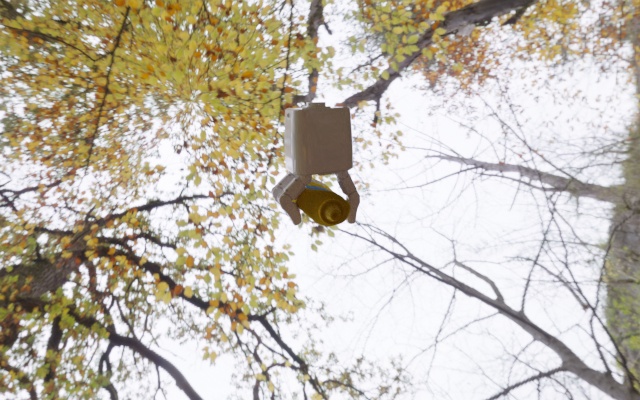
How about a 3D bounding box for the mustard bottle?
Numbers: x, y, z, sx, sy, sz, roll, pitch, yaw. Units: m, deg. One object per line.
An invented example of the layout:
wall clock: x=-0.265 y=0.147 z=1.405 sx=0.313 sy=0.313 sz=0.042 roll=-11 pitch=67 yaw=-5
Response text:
mustard bottle: x=0.000 y=0.003 z=0.824 sx=0.096 sy=0.058 sz=0.191 roll=20 pitch=6 yaw=-18
